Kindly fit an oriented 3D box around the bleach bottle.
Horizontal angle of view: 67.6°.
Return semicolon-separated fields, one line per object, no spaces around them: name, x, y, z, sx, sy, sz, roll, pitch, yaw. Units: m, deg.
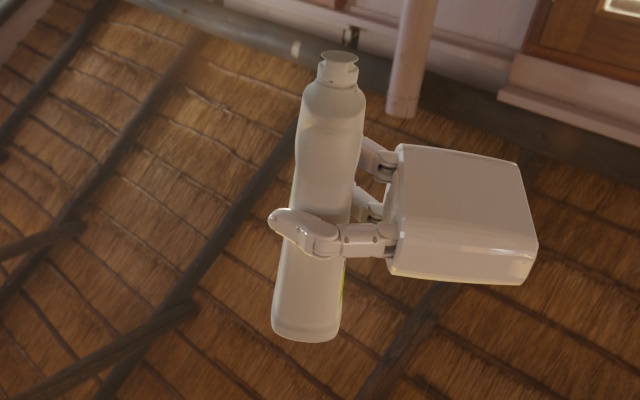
bleach bottle;0.000;0.001;0.416;0.068;0.251;0.102;7;33;-1
